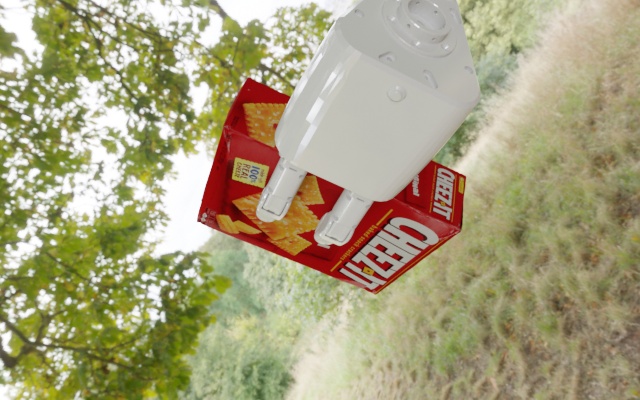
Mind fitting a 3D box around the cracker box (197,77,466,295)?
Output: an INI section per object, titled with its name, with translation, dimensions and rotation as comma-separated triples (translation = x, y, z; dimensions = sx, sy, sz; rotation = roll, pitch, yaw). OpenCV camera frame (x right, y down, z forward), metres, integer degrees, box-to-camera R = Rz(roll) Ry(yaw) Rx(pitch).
[cracker box]
translation = 0.000, 0.001, 0.457
dimensions = 0.214, 0.072, 0.164
rotation = 24, -36, -9
